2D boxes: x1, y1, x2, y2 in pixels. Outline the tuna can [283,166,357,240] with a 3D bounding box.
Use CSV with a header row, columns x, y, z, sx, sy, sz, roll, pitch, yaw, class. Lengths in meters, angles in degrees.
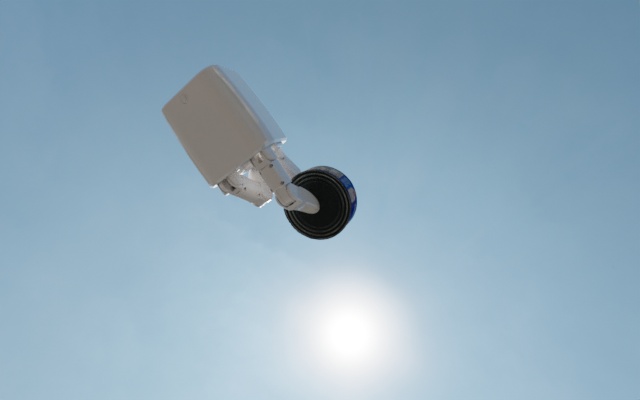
x,y,z,sx,sy,sz,roll,pitch,yaw,class
0.000,0.002,0.576,0.086,0.086,0.033,0,14,20,tuna can
